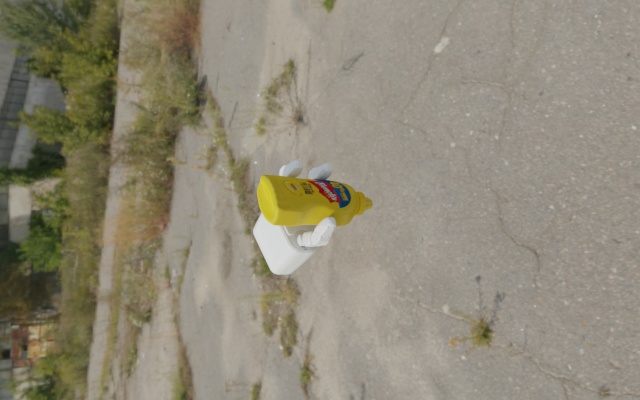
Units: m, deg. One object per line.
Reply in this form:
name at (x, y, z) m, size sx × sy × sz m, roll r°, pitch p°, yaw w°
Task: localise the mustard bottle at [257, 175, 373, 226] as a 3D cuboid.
mustard bottle at (0.000, 0.002, 0.772) m, size 0.191 × 0.058 × 0.096 m, roll 3°, pitch 33°, yaw -28°
